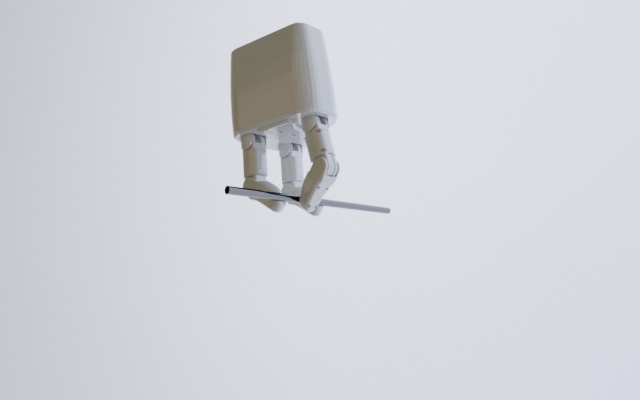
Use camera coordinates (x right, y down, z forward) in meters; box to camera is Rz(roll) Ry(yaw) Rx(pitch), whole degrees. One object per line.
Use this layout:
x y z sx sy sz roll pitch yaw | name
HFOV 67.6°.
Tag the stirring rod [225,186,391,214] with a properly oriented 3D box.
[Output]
0.000 0.002 0.518 0.239 0.011 0.011 8 -5 -44 | stirring rod
